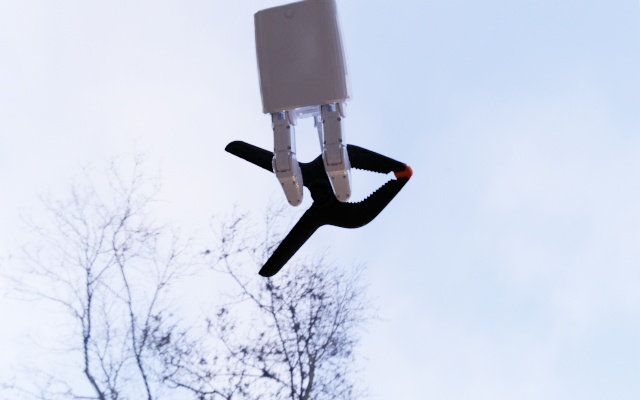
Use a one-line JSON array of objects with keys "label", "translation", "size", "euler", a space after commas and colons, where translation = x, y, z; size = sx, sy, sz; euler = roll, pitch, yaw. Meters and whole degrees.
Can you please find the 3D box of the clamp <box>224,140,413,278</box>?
[{"label": "clamp", "translation": [0.001, 0.001, 0.538], "size": [0.210, 0.164, 0.036], "euler": [-6, 8, 15]}]
